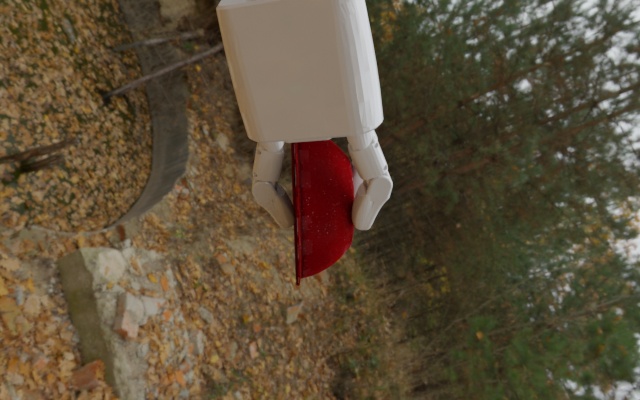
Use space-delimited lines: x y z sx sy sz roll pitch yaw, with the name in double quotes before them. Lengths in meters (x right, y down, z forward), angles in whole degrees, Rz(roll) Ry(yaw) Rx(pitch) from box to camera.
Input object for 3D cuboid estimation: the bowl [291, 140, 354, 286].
"bowl" 0.000 0.002 0.471 0.055 0.162 0.162 -2 0 -4
